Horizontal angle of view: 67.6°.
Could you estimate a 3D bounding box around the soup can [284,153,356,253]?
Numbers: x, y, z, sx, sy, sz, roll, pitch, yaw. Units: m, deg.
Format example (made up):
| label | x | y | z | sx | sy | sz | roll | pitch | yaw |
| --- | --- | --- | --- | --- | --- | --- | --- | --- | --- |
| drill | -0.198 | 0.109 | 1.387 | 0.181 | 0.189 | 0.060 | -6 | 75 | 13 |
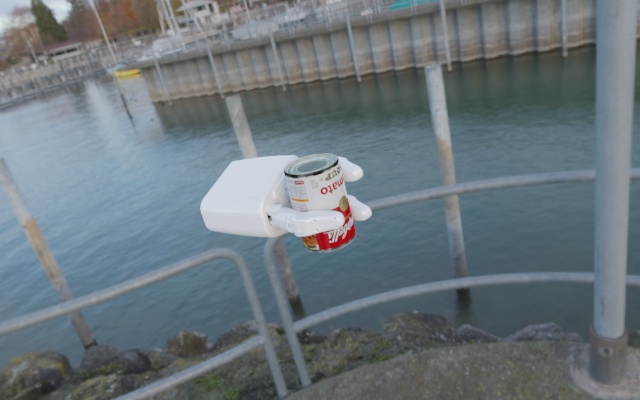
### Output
| label | x | y | z | sx | sy | sz | roll | pitch | yaw |
| --- | --- | --- | --- | --- | --- | --- | --- | --- | --- |
| soup can | 0.000 | 0.002 | 0.575 | 0.068 | 0.102 | 0.068 | -12 | 23 | 5 |
